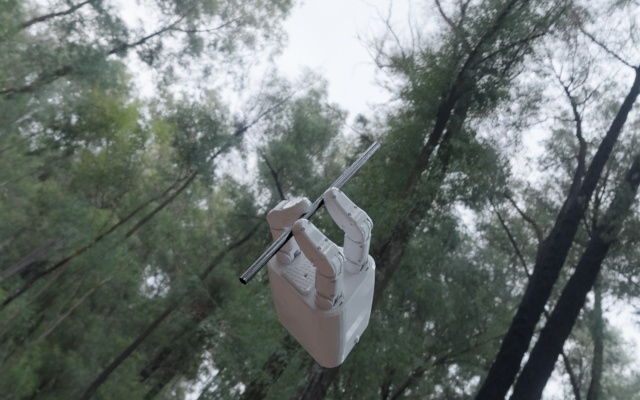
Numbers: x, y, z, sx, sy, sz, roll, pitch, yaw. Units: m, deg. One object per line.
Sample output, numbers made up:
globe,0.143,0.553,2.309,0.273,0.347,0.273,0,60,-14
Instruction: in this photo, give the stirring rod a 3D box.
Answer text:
stirring rod,0.000,0.002,0.479,0.011,0.011,0.239,0,34,41
